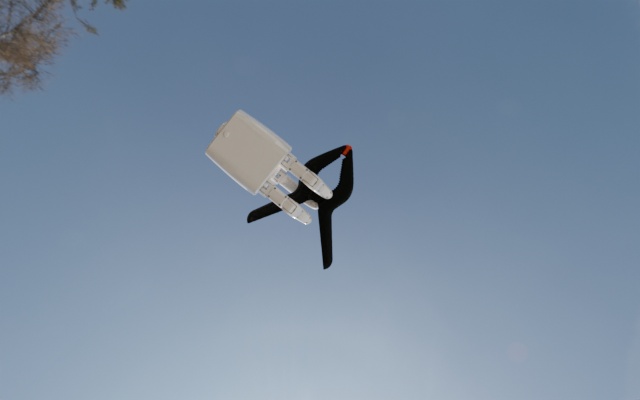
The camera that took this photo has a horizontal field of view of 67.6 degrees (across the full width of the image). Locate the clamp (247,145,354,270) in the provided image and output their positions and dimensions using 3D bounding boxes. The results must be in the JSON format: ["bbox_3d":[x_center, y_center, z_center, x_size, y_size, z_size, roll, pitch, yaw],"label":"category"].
[{"bbox_3d":[0.000,0.002,0.814,0.164,0.210,0.036,39,1,-6],"label":"clamp"}]
